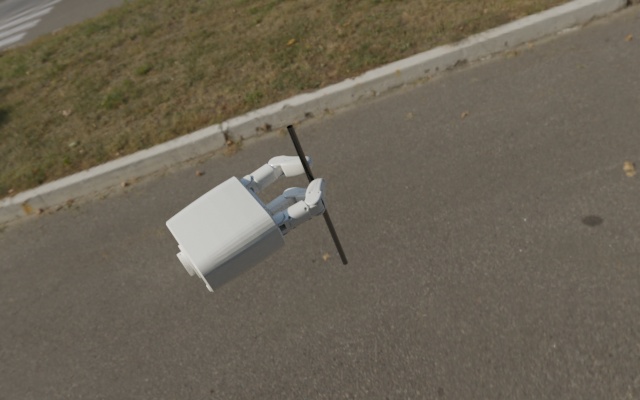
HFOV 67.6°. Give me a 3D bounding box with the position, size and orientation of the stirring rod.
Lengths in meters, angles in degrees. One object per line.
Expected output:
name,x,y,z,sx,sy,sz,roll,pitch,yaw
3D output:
stirring rod,0.000,0.002,0.644,0.011,0.240,0.011,-15,36,11
